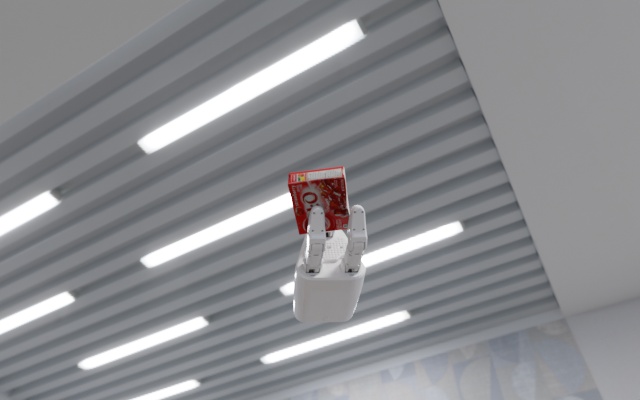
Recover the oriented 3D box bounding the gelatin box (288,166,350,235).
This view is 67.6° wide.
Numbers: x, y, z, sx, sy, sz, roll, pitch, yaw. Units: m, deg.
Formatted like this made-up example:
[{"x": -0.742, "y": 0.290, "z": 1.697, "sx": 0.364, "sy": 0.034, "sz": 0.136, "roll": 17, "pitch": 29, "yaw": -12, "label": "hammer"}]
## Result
[{"x": 0.000, "y": 0.002, "z": 0.631, "sx": 0.073, "sy": 0.089, "sz": 0.030, "roll": -6, "pitch": 37, "yaw": 4, "label": "gelatin box"}]
